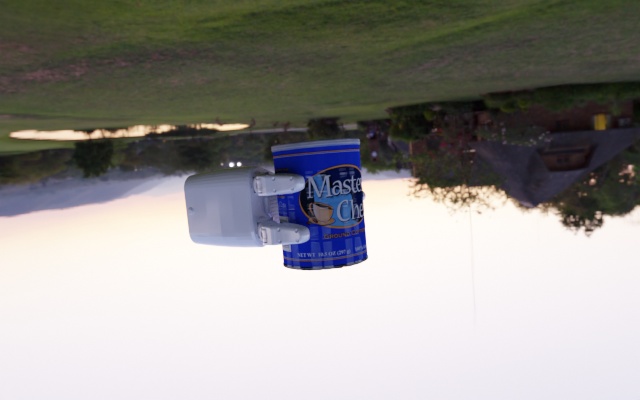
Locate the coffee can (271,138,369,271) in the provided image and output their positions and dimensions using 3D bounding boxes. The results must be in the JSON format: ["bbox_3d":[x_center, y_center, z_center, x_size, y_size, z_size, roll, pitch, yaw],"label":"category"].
[{"bbox_3d":[0.000,0.002,0.559,0.103,0.140,0.103,-5,4,0],"label":"coffee can"}]
